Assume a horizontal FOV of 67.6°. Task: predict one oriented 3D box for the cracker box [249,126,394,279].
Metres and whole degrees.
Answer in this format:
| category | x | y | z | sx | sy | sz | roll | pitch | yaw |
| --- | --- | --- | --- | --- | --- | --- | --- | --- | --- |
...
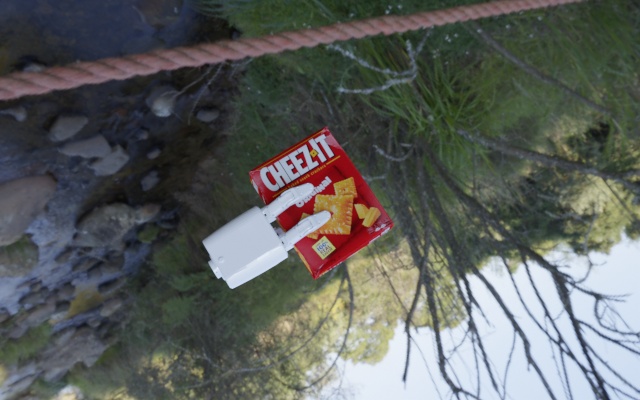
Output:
| category | x | y | z | sx | sy | sz | roll | pitch | yaw |
| --- | --- | --- | --- | --- | --- | --- | --- | --- | --- |
| cracker box | 0.000 | 0.003 | 0.832 | 0.164 | 0.213 | 0.072 | -32 | -9 | -11 |
